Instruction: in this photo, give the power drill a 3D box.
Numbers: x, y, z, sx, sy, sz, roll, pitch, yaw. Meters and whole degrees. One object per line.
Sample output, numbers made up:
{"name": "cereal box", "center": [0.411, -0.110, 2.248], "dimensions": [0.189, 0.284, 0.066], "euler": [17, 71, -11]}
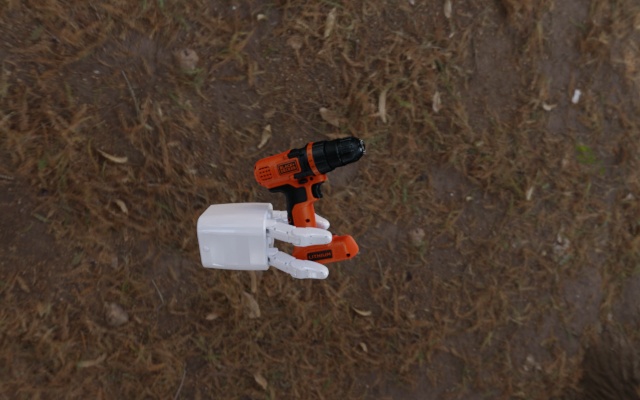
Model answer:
{"name": "power drill", "center": [0.000, 0.003, 0.751], "dimensions": [0.184, 0.187, 0.057], "euler": [-13, 7, 23]}
